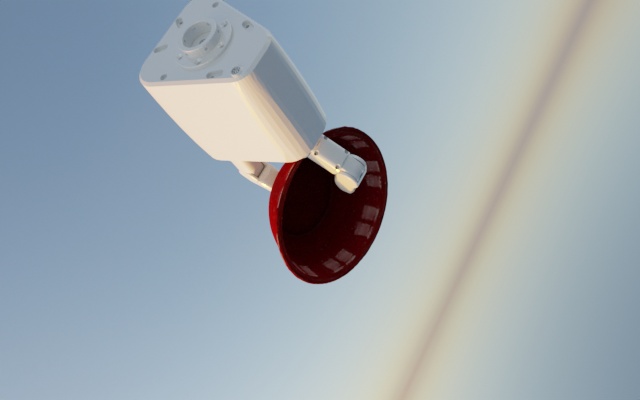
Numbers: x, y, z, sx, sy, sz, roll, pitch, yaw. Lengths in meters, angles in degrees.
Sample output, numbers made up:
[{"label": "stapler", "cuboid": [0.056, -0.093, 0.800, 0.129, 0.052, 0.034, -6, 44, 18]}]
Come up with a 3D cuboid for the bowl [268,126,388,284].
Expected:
[{"label": "bowl", "cuboid": [0.000, 0.002, 0.496, 0.055, 0.162, 0.162, 17, 12, 43]}]
